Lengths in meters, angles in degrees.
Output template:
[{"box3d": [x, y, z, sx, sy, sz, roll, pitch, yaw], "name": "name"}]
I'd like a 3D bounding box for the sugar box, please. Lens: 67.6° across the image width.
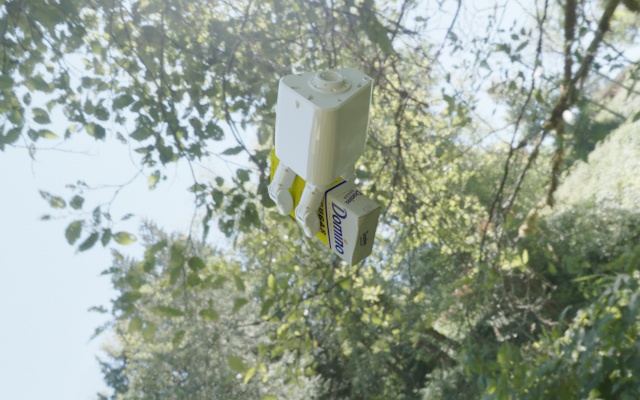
[{"box3d": [0.000, 0.002, 0.657, 0.048, 0.093, 0.176, -27, 50, -31], "name": "sugar box"}]
